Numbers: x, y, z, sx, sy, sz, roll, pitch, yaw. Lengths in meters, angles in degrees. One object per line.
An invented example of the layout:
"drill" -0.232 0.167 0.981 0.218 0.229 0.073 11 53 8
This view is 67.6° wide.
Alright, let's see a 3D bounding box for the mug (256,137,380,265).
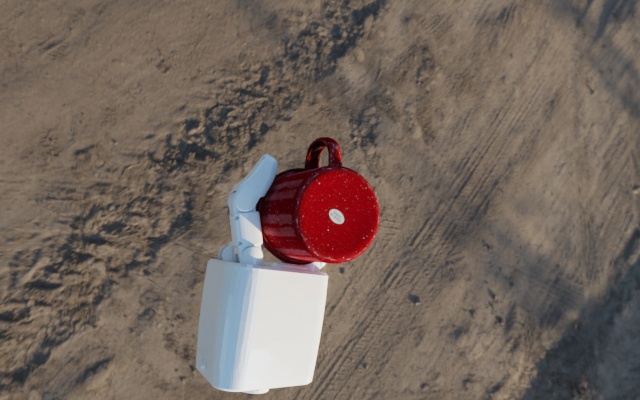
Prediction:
"mug" 0.000 0.000 0.424 0.093 0.117 0.081 10 -7 -25
